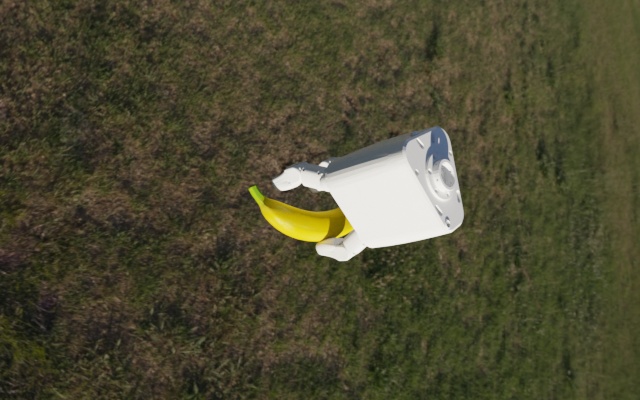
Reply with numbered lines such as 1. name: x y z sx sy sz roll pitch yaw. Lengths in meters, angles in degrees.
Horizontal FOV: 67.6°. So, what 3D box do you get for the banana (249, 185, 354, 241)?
1. banana: -0.001 0.020 0.622 0.198 0.069 0.037 7 -19 -42
